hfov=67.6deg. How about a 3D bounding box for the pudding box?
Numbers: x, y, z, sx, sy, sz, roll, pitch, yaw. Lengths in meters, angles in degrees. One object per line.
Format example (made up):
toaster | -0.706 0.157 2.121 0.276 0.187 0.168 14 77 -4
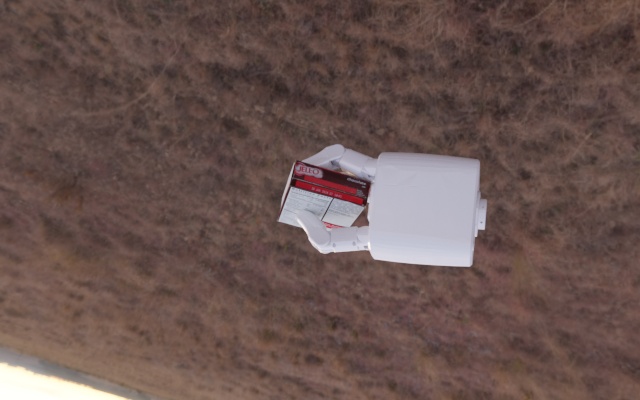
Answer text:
pudding box | 0.000 0.002 0.570 0.090 0.039 0.113 17 -28 -6
